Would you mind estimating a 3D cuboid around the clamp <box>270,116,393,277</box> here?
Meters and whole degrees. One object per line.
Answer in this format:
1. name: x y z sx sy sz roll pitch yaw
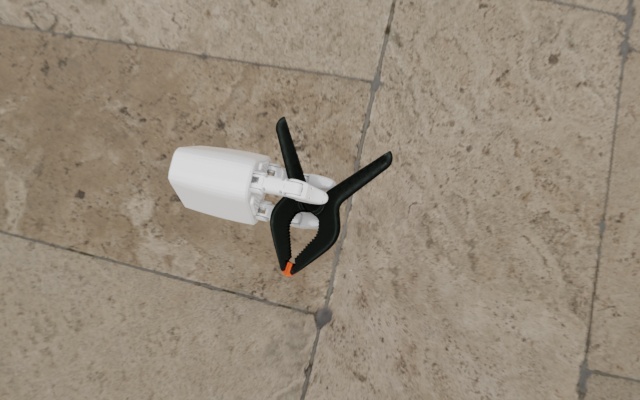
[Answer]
1. clamp: 0.000 0.002 0.636 0.164 0.210 0.036 12 -7 5
